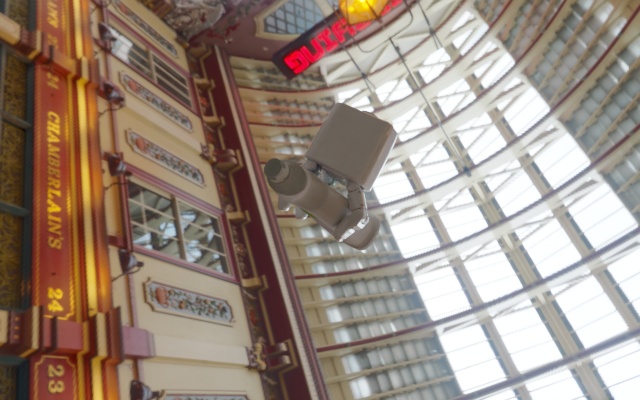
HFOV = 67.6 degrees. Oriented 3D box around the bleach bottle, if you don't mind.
[{"bbox_3d":[0.000,0.002,0.733,0.102,0.068,0.251,27,-6,34],"label":"bleach bottle"}]
